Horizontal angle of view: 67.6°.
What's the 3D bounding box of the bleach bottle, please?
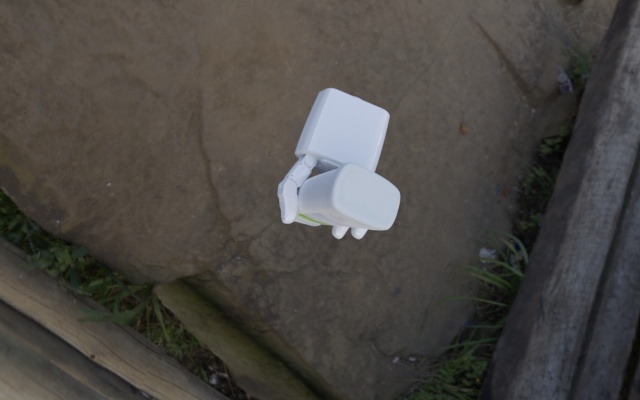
[{"bbox_3d":[0.000,0.002,0.690,0.102,0.068,0.251,25,-14,-26],"label":"bleach bottle"}]
